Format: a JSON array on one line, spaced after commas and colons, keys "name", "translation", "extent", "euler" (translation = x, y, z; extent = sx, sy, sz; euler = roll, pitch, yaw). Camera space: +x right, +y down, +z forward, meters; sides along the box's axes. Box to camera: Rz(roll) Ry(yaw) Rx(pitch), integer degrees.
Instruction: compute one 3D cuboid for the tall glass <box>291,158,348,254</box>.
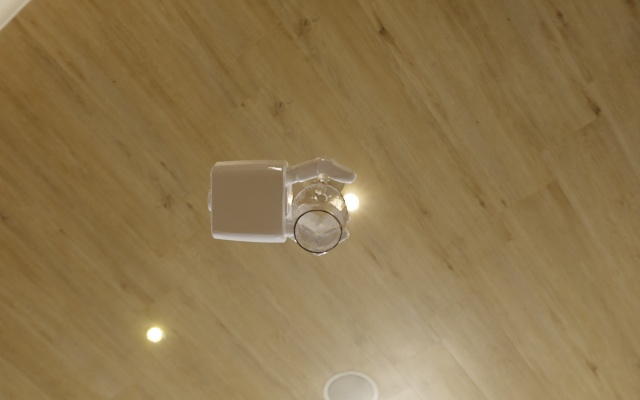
[{"name": "tall glass", "translation": [0.000, 0.002, 0.691], "extent": [0.079, 0.079, 0.201], "euler": [0, 22, 2]}]
